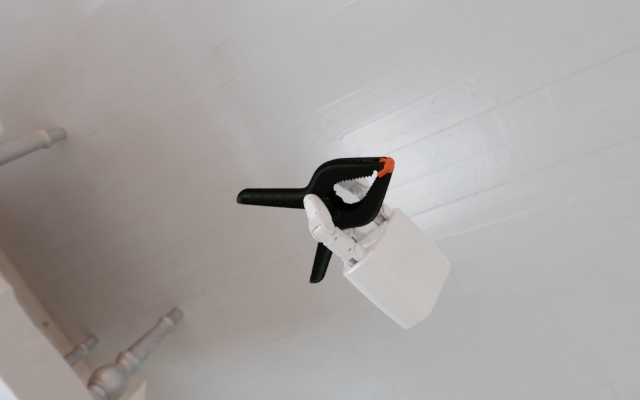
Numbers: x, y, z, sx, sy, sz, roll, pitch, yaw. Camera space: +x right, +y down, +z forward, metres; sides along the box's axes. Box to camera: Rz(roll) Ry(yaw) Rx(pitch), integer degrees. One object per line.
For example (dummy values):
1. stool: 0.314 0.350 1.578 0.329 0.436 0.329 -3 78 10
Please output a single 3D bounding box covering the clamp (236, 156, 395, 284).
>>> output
1. clamp: 0.000 0.002 0.601 0.210 0.164 0.036 -42 10 32
